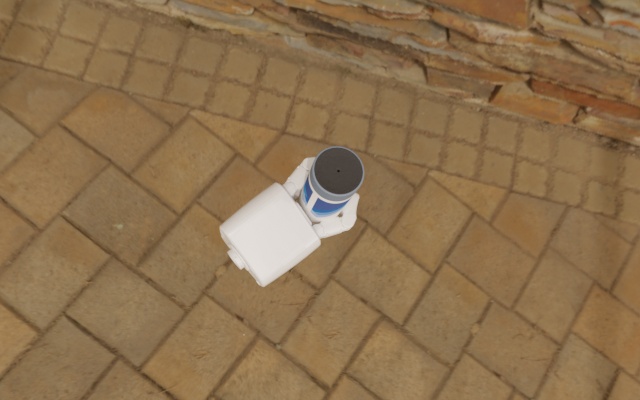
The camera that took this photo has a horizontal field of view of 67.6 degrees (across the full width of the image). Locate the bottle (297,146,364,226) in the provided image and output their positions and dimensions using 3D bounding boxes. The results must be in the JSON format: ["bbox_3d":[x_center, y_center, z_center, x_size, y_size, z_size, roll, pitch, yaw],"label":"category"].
[{"bbox_3d":[0.000,0.002,0.732,0.069,0.069,0.296,0,-16,-9],"label":"bottle"}]
